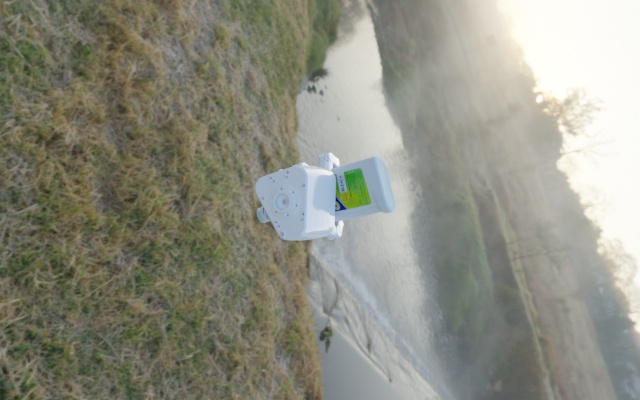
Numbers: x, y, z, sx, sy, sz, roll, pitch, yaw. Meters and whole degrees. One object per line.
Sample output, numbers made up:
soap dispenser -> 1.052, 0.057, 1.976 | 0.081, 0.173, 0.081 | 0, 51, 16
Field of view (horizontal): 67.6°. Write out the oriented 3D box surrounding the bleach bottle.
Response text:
bleach bottle -> 0.000, 0.003, 0.854 | 0.251, 0.102, 0.068 | -17, -8, 22
